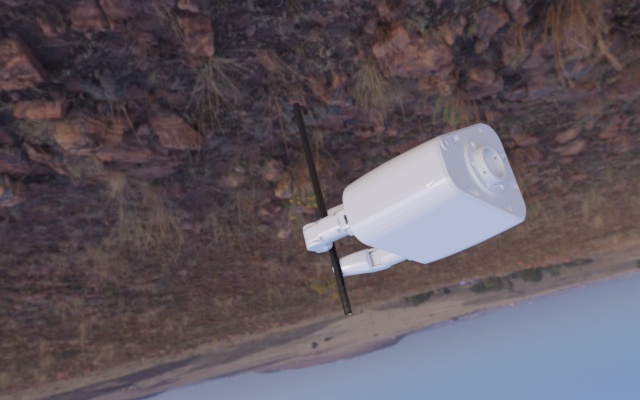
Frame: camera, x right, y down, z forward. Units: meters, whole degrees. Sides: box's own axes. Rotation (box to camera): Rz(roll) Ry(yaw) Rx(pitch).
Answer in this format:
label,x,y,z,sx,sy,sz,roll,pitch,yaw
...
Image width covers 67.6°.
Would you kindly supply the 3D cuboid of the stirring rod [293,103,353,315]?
label,x,y,z,sx,sy,sz,roll,pitch,yaw
stirring rod,0.000,0.002,0.509,0.011,0.239,0.011,-13,-17,-4
